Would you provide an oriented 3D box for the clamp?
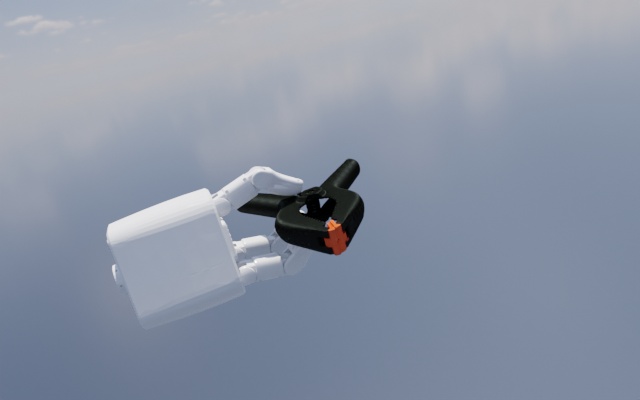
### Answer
[{"bbox_3d":[0.000,0.001,0.525,0.164,0.036,0.210,-21,21,-14],"label":"clamp"}]
